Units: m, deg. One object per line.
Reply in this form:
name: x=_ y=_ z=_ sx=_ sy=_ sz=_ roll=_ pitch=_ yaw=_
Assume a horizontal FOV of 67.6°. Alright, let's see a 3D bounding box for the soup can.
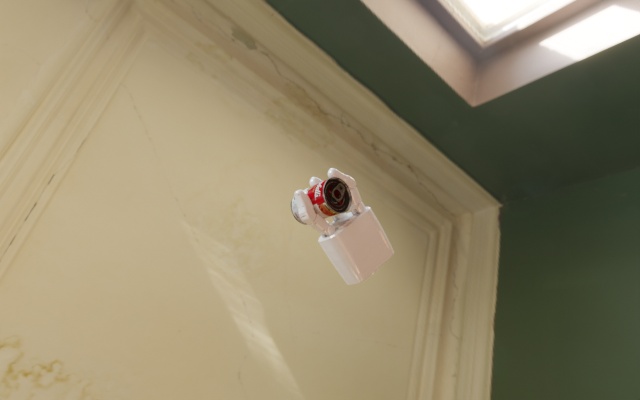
soup can: x=0.000 y=0.003 z=0.892 sx=0.068 sy=0.068 sz=0.102 roll=0 pitch=-15 yaw=-40
